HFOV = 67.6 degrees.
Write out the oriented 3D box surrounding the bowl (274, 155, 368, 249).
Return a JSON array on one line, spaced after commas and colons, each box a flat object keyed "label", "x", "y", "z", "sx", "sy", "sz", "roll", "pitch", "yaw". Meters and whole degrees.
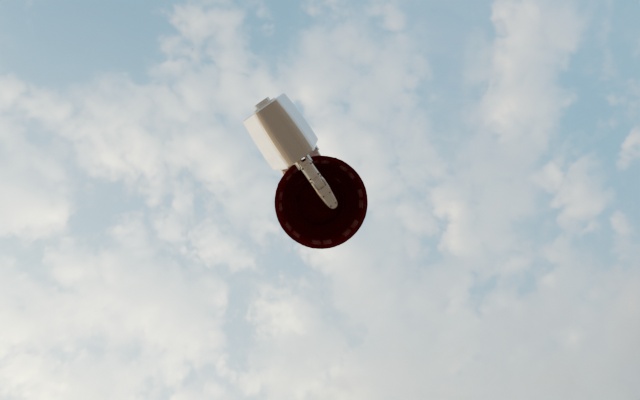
[{"label": "bowl", "x": 0.001, "y": 0.004, "z": 0.846, "sx": 0.162, "sy": 0.162, "sz": 0.055, "roll": 0, "pitch": 1, "yaw": -3}]
